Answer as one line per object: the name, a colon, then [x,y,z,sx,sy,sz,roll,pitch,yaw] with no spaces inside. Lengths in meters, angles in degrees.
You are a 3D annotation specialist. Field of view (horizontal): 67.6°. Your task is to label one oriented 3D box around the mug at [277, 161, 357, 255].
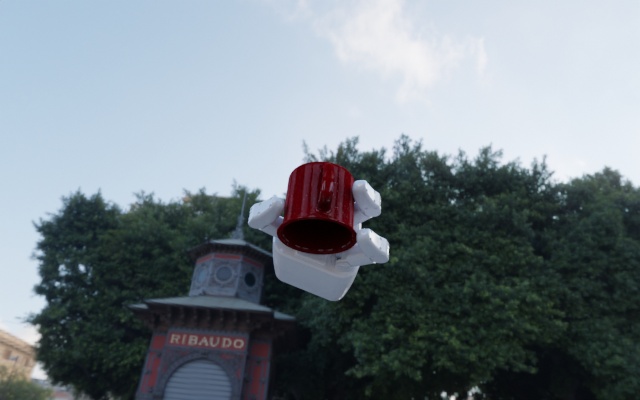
mug: [0.000,0.001,0.554,0.093,0.081,0.117,6,-31,-3]
